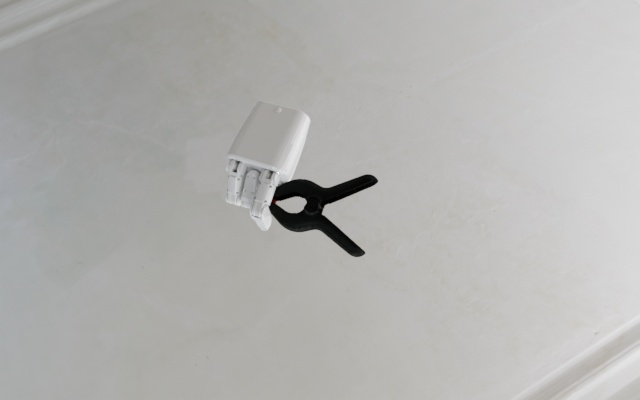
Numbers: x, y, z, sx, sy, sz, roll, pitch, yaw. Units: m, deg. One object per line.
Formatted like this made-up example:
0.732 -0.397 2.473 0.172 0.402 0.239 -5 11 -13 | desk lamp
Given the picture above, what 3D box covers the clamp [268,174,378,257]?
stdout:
0.000 0.003 0.693 0.171 0.120 0.039 18 -19 12 | clamp
